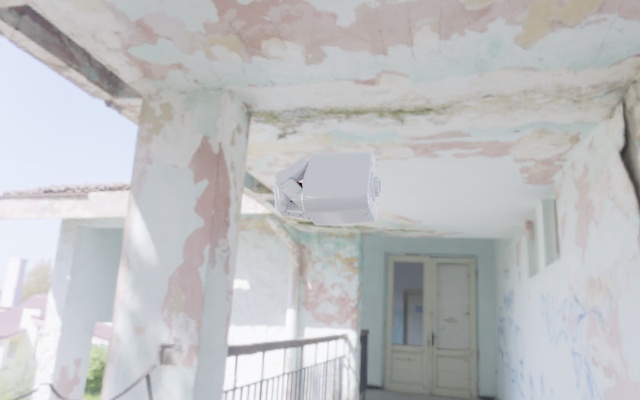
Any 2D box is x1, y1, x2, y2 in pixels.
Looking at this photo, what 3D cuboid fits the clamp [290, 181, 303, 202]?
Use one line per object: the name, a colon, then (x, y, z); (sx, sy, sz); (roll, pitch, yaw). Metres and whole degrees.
clamp: (0.000, 0.002, 0.881); (0.120, 0.039, 0.171); (-5, -14, 15)
